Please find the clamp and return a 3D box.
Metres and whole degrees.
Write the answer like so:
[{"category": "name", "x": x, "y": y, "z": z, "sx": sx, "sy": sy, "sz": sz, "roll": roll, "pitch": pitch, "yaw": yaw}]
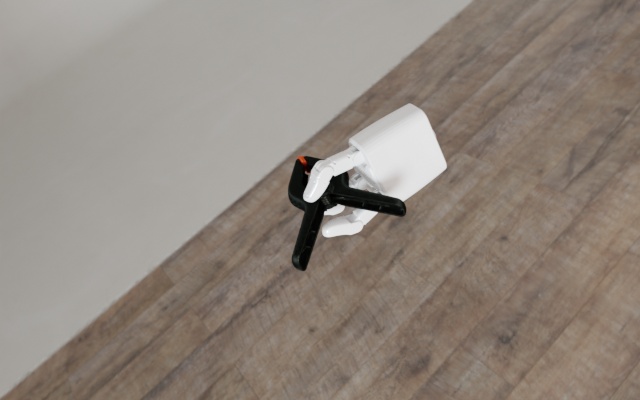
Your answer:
[{"category": "clamp", "x": 0.000, "y": 0.001, "z": 0.682, "sx": 0.164, "sy": 0.036, "sz": 0.210, "roll": -32, "pitch": 41, "yaw": -9}]
